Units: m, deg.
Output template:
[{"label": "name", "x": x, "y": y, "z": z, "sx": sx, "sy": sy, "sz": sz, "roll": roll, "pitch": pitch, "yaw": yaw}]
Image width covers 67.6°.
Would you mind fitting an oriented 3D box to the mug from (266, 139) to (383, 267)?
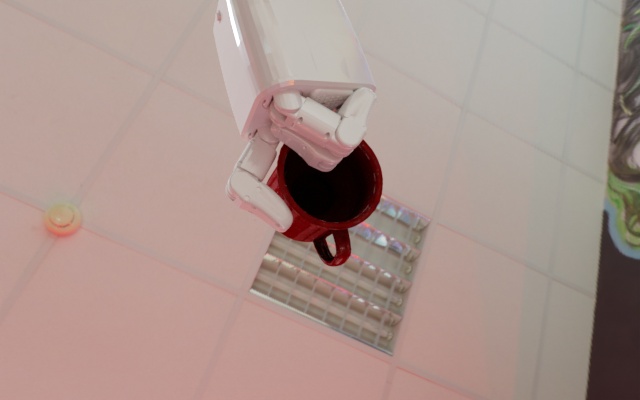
[{"label": "mug", "x": 0.001, "y": 0.003, "z": 0.424, "sx": 0.093, "sy": 0.117, "sz": 0.081, "roll": -13, "pitch": -12, "yaw": -23}]
